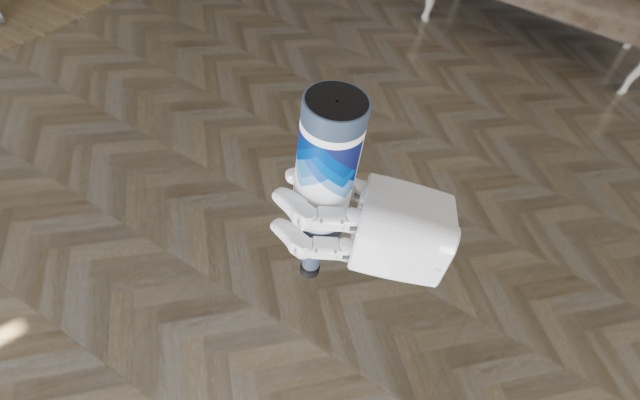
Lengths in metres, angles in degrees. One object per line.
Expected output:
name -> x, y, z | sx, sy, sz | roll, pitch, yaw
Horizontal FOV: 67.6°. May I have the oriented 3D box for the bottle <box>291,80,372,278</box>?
bottle -> 0.000, 0.002, 0.560 | 0.069, 0.069, 0.296 | 0, -41, -8
